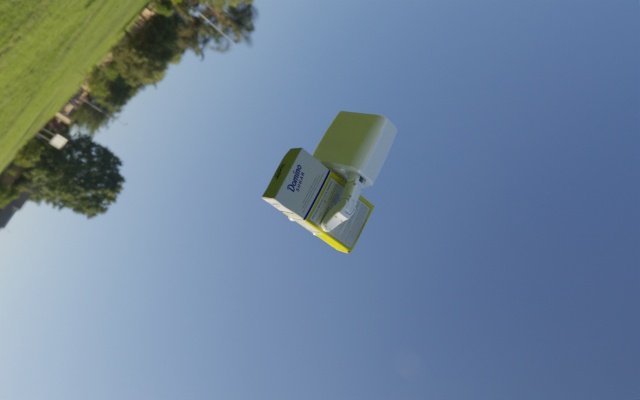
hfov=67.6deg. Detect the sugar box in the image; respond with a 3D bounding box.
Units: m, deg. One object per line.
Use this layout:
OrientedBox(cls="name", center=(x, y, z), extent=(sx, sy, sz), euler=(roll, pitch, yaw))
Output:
OrientedBox(cls="sugar box", center=(0.000, 0.002, 0.759), extent=(0.176, 0.093, 0.048), euler=(37, -17, -30))
